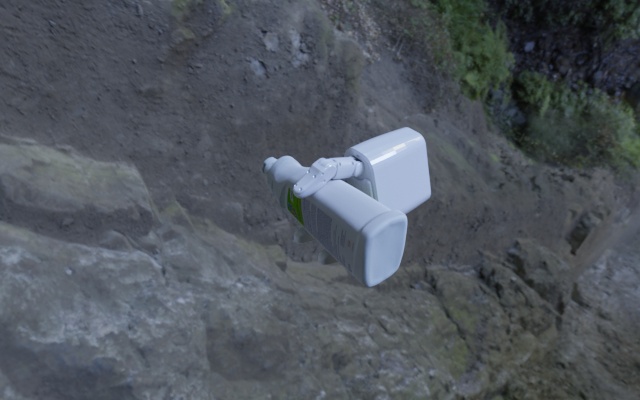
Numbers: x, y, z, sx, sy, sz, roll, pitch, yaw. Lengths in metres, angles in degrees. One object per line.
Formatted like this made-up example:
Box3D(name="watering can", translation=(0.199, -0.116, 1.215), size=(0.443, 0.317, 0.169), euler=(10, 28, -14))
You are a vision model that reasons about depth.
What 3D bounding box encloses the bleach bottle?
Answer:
Box3D(name="bleach bottle", translation=(0.000, 0.002, 0.629), size=(0.068, 0.103, 0.250), euler=(-25, 44, -29))
